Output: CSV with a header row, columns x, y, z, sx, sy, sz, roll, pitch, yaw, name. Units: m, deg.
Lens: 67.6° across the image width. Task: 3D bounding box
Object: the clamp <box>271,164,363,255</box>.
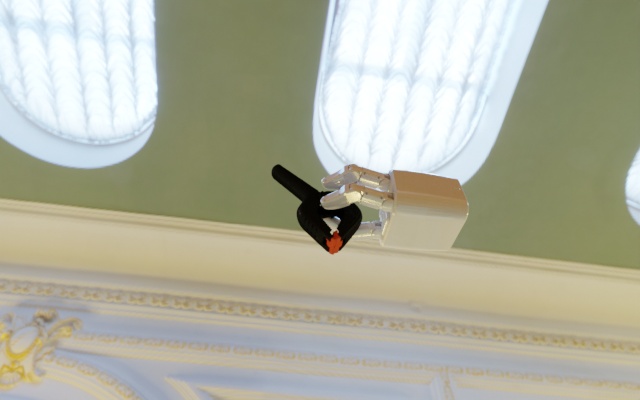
x,y,z,sx,sy,sz,roll,pitch,yaw,name
0.000,0.003,0.717,0.164,0.036,0.209,5,33,-1,clamp
